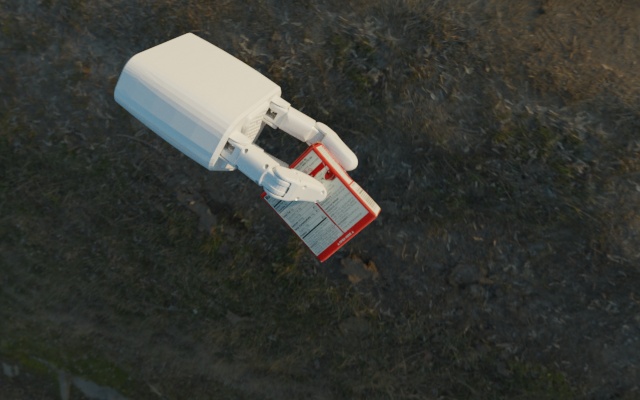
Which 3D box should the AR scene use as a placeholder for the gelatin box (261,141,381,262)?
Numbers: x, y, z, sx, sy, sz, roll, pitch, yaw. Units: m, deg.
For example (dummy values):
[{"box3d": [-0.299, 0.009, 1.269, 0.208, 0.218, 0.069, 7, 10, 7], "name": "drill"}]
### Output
[{"box3d": [0.000, 0.002, 0.452, 0.073, 0.089, 0.030, -42, 0, 21], "name": "gelatin box"}]
